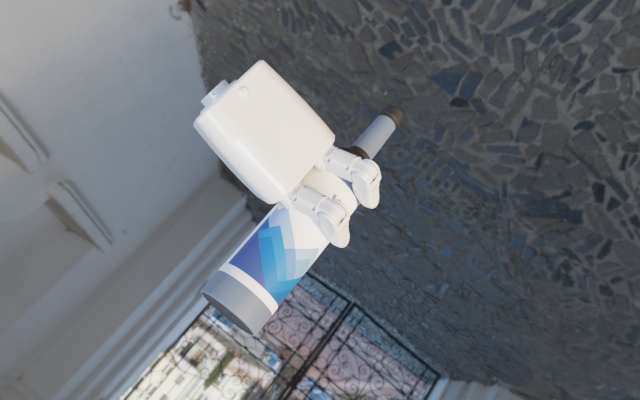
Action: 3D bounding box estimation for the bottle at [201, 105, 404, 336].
[{"bbox_3d":[0.000,0.002,0.501,0.069,0.295,0.069,32,-25,17],"label":"bottle"}]
